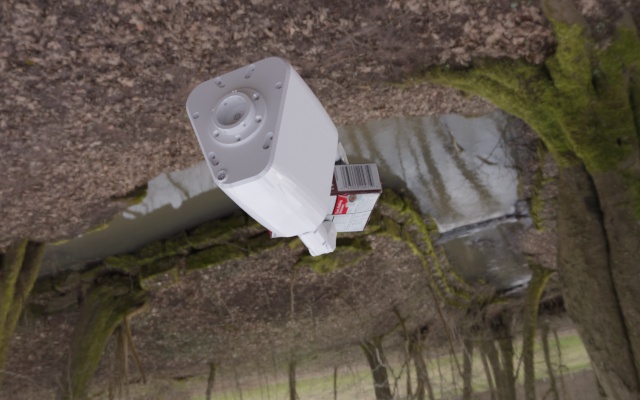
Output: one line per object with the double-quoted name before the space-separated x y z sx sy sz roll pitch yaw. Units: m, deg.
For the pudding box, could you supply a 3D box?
"pudding box" 0.000 0.002 0.504 0.113 0.039 0.090 -2 -29 -10
